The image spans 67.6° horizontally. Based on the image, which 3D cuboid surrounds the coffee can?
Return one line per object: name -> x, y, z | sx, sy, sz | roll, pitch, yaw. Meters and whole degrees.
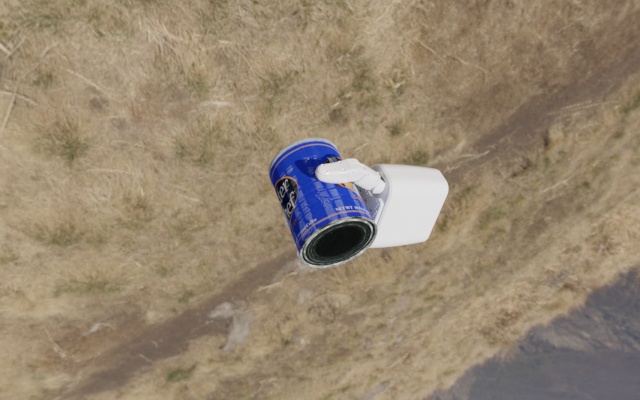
coffee can -> 0.000, 0.002, 0.625 | 0.103, 0.140, 0.103 | -16, -36, -12
